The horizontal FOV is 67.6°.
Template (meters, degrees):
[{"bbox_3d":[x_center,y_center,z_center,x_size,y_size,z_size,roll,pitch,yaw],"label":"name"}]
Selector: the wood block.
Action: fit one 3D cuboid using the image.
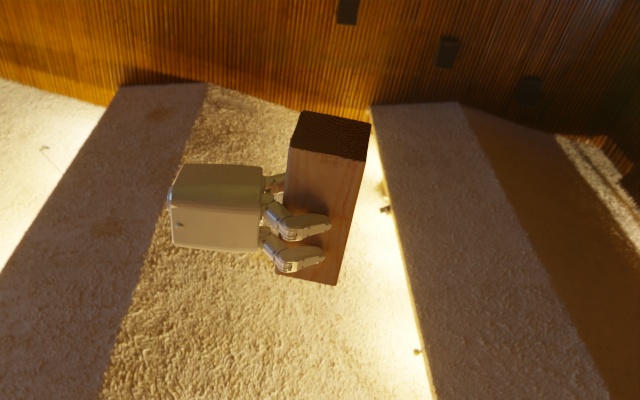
[{"bbox_3d":[0.000,0.002,0.615,0.090,0.206,0.090,11,39,1],"label":"wood block"}]
